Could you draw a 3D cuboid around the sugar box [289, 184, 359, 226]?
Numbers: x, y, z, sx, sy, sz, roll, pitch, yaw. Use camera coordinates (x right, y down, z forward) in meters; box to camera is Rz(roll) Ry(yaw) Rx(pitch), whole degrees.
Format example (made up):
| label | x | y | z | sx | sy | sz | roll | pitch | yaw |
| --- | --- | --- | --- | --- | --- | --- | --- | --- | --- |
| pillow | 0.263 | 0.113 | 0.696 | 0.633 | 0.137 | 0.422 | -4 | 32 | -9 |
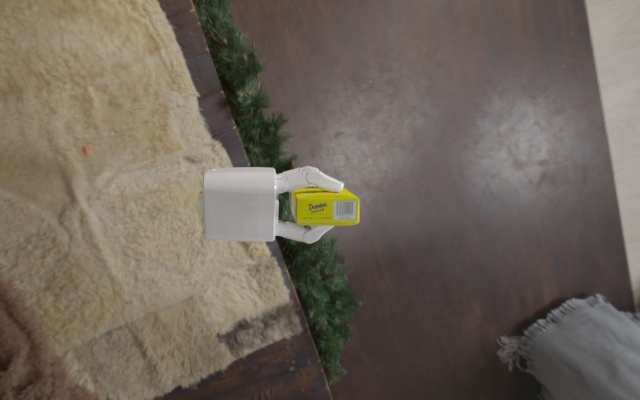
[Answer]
| label | x | y | z | sx | sy | sz | roll | pitch | yaw |
| --- | --- | --- | --- | --- | --- | --- | --- | --- | --- |
| sugar box | 0.000 | 0.002 | 0.763 | 0.093 | 0.048 | 0.176 | 1 | 11 | -8 |
